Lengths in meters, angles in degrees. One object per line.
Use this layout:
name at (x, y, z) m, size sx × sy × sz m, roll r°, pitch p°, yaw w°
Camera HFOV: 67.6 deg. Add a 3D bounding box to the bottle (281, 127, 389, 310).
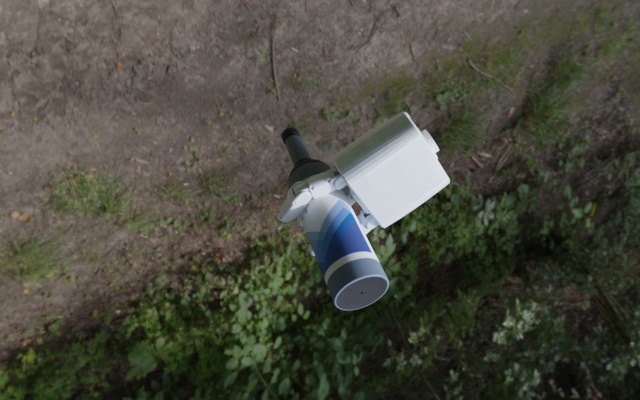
bottle at (0.000, 0.002, 0.629) m, size 0.069 × 0.069 × 0.295 m, roll 0°, pitch 44°, yaw -26°
